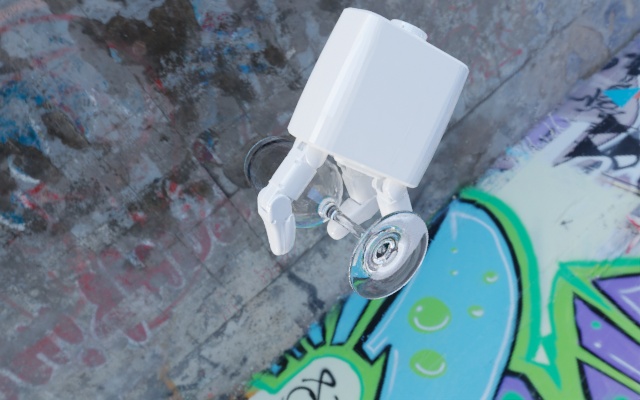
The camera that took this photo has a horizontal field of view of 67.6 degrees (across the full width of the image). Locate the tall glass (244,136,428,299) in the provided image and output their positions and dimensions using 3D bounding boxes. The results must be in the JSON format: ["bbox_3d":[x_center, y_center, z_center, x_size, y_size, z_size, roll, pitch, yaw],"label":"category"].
[{"bbox_3d":[0.000,0.002,0.427,0.079,0.079,0.201,0,23,-35],"label":"tall glass"}]
